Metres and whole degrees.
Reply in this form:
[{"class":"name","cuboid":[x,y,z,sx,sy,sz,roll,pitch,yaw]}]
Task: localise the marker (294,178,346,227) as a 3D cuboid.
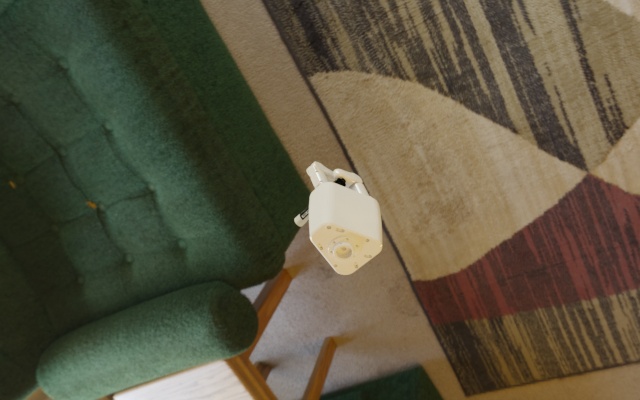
[{"class":"marker","cuboid":[0.000,0.003,0.819,0.121,0.020,0.020,-43,-23,27]}]
